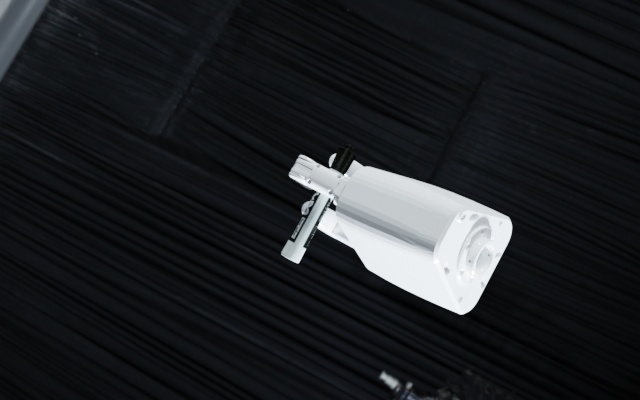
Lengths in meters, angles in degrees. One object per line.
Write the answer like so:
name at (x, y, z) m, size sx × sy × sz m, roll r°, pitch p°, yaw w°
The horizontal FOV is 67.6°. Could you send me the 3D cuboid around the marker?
marker at (0.000, 0.001, 0.449) m, size 0.020 × 0.121 × 0.020 m, roll 29°, pitch -4°, yaw 2°
